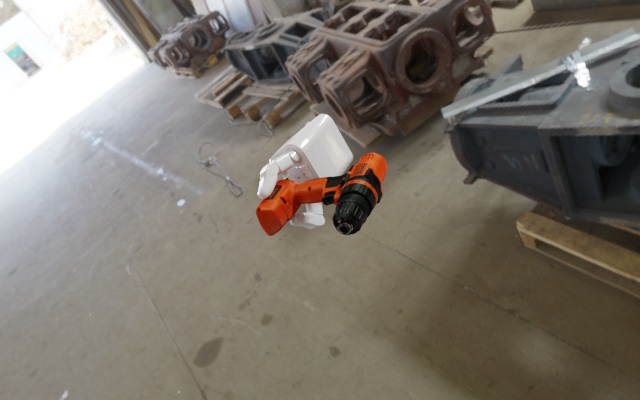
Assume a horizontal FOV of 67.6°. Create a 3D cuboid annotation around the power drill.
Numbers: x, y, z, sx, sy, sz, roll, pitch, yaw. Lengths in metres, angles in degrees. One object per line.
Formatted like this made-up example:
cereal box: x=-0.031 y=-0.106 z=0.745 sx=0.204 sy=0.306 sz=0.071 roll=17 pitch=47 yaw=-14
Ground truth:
power drill: x=0.000 y=0.002 z=0.711 sx=0.187 sy=0.057 sz=0.184 roll=-11 pitch=25 yaw=27
